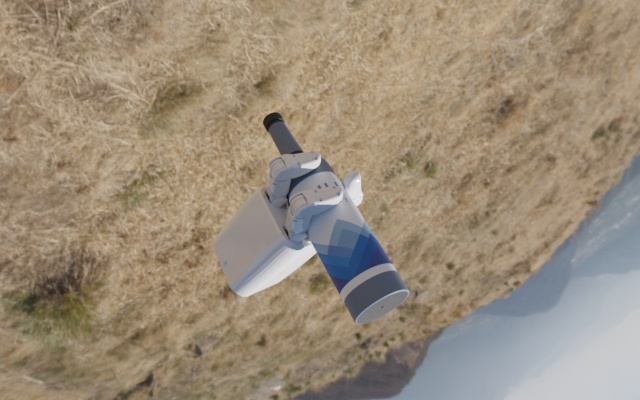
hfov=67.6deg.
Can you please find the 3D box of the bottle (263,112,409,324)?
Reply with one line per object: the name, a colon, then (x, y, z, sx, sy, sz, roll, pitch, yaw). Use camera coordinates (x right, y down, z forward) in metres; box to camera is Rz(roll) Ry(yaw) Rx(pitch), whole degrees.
bottle: (0.000, 0.002, 0.573, 0.069, 0.295, 0.069, -23, -30, -14)
